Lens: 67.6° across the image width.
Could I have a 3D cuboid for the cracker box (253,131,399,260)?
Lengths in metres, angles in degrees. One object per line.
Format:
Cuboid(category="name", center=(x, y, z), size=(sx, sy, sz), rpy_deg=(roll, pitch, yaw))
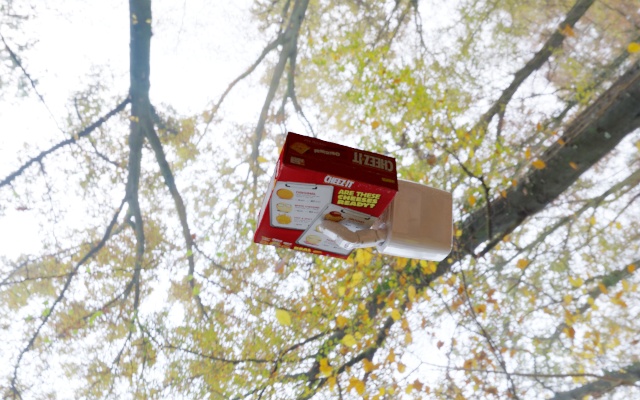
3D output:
Cuboid(category="cracker box", center=(0.000, 0.003, 0.727), size=(0.164, 0.072, 0.214), rpy_deg=(12, -37, -12))
